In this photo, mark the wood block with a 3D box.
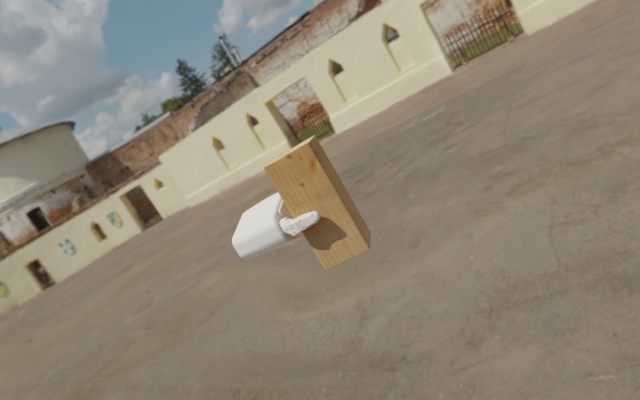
[{"bbox_3d":[0.000,0.003,0.831,0.090,0.206,0.090,-28,10,14],"label":"wood block"}]
